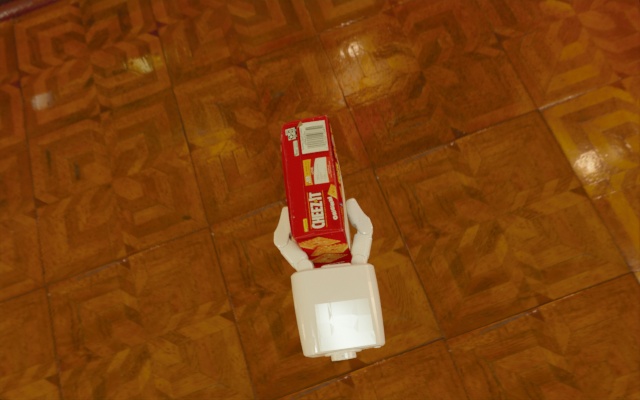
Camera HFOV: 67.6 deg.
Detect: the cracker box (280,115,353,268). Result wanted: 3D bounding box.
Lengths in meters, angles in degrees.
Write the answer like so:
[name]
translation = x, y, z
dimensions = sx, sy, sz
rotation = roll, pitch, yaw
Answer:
[cracker box]
translation = 0.000, 0.002, 0.697
dimensions = 0.072, 0.164, 0.214
rotation = -9, -20, 4
